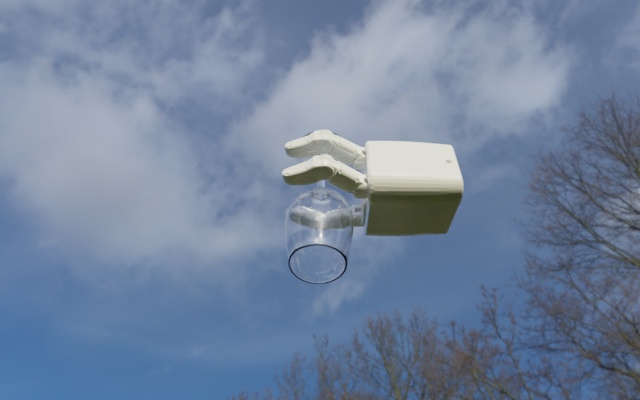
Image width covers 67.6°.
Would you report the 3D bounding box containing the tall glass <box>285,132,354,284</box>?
[{"bbox_3d":[0.000,0.001,0.568,0.079,0.079,0.200,0,41,3],"label":"tall glass"}]
